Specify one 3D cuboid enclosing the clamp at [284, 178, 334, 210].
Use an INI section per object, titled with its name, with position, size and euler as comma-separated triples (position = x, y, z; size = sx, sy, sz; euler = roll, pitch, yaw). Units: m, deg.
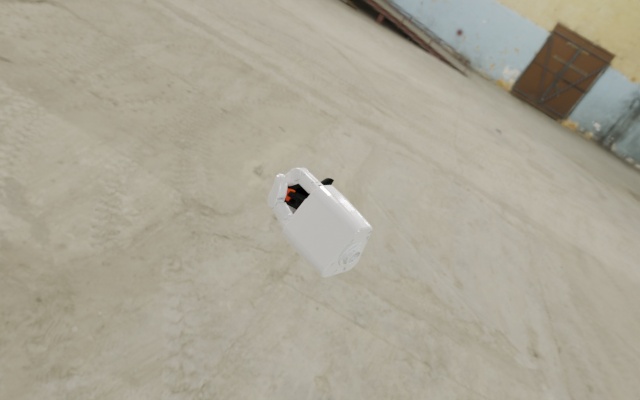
[clamp]
position = 0.000, 0.002, 0.886
size = 0.171, 0.039, 0.120
euler = -6, 43, -50
